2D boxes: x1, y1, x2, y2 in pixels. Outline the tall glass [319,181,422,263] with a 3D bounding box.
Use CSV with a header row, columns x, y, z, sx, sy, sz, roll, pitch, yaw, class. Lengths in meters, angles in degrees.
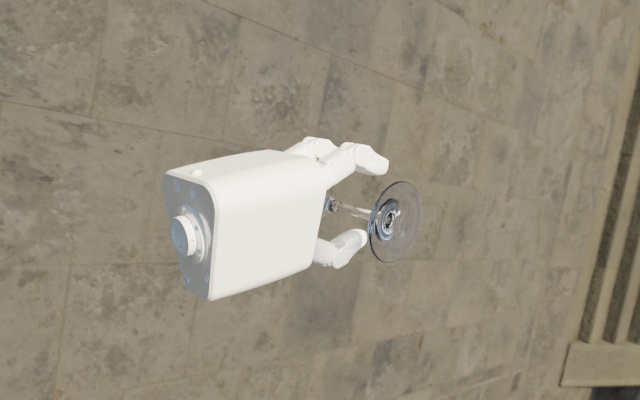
x,y,z,sx,sy,sz,roll,pitch,yaw,class
0.001,0.002,0.493,0.079,0.079,0.201,0,10,-43,tall glass
